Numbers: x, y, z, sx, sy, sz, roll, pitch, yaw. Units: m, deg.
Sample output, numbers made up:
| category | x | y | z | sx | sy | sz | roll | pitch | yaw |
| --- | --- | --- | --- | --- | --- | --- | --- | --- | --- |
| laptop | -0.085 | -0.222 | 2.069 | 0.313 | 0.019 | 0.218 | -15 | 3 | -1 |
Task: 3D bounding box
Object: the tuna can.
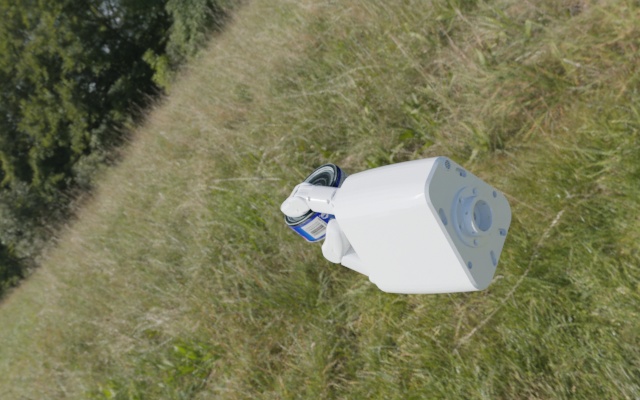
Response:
| category | x | y | z | sx | sy | sz | roll | pitch | yaw |
| --- | --- | --- | --- | --- | --- | --- | --- | --- | --- |
| tuna can | 0.000 | 0.001 | 0.524 | 0.034 | 0.086 | 0.086 | 38 | -18 | -23 |
